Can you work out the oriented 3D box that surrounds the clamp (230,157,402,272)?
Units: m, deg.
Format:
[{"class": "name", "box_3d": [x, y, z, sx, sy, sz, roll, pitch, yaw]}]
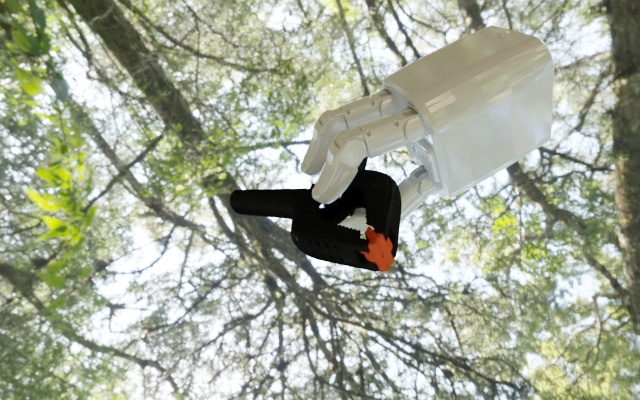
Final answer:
[{"class": "clamp", "box_3d": [0.001, 0.002, 0.413, 0.164, 0.036, 0.210, -29, 30, 1]}]
